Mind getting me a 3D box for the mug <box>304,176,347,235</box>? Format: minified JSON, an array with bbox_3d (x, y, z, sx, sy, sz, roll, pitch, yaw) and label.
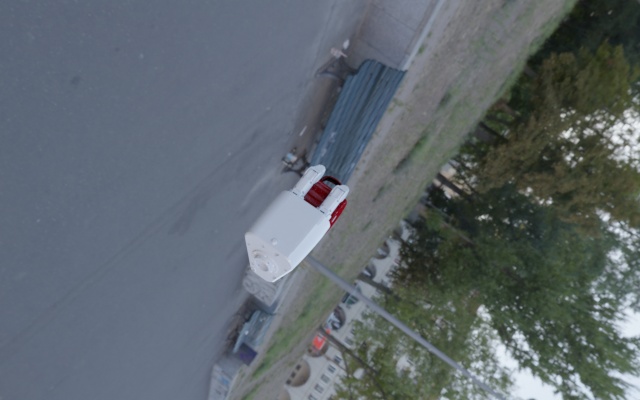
[{"bbox_3d":[0.001,0.002,0.863,0.081,0.117,0.093,36,-35,8],"label":"mug"}]
